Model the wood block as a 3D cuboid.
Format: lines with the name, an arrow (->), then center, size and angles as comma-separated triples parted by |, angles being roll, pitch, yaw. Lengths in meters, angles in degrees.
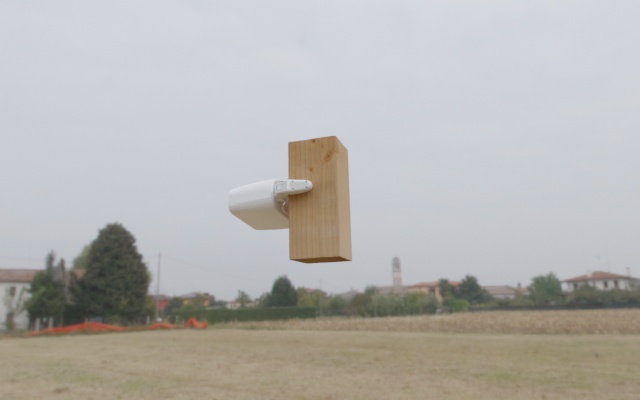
wood block -> 0.000, 0.003, 0.838 | 0.090, 0.206, 0.091 | -6, -13, 17
